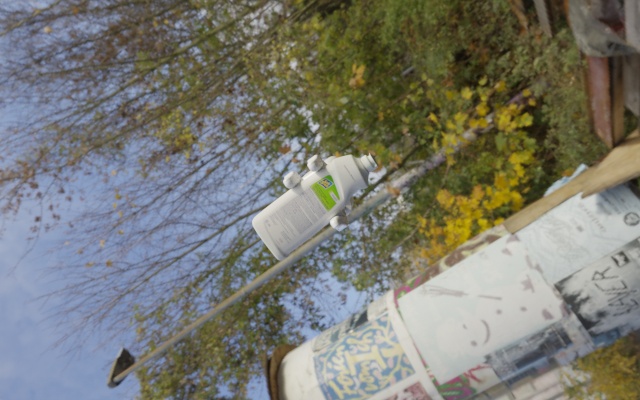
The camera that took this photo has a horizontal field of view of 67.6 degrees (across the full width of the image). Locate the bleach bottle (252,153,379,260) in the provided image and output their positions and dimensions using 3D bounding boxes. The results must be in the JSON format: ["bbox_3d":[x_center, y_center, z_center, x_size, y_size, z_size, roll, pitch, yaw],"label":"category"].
[{"bbox_3d":[0.000,0.003,0.882,0.251,0.102,0.068,-34,8,13],"label":"bleach bottle"}]
